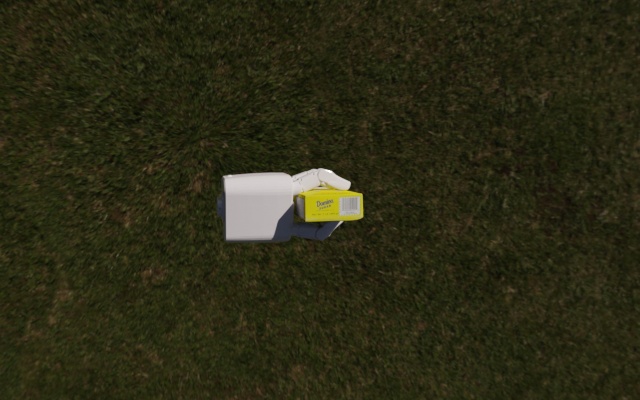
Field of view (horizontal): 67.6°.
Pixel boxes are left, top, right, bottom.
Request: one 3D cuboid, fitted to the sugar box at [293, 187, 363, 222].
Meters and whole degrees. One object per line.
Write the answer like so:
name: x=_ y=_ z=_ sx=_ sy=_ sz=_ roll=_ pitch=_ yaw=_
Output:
sugar box: x=0.000 y=0.002 z=0.801 sx=0.093 sy=0.048 sz=0.176 roll=-2 pitch=8 yaw=-14
